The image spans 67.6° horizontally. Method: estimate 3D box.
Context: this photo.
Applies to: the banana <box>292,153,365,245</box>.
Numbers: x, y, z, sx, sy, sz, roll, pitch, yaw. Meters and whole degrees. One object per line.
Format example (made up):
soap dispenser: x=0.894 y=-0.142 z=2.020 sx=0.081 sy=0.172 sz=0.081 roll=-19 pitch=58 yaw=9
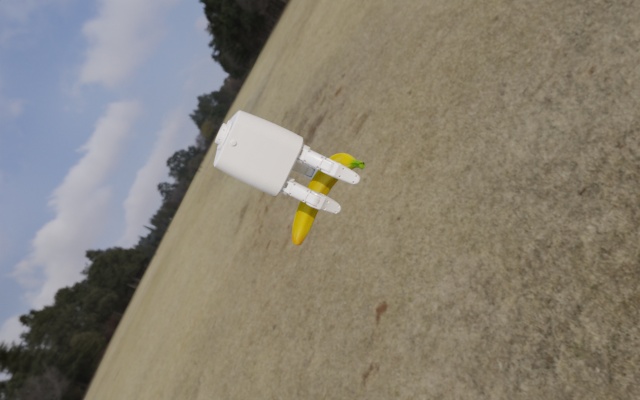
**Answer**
banana: x=0.000 y=-0.012 z=0.790 sx=0.037 sy=0.198 sz=0.069 roll=22 pitch=33 yaw=-24
